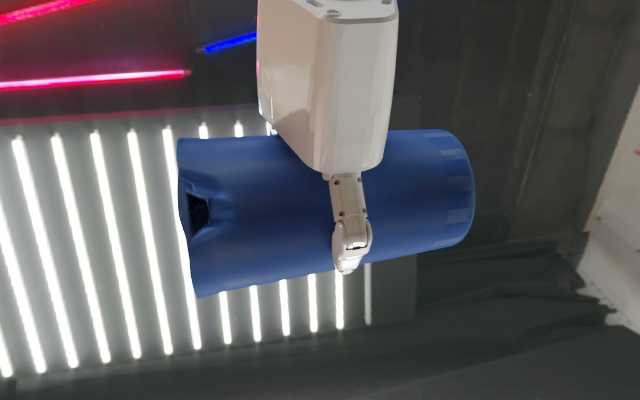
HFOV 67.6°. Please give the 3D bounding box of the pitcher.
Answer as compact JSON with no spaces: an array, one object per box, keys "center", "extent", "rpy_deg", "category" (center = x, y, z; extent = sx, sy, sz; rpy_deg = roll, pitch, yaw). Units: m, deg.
[{"center":[0.000,0.001,0.428],"extent":[0.243,0.145,0.149],"rpy_deg":[-6,41,-11],"category":"pitcher"}]
